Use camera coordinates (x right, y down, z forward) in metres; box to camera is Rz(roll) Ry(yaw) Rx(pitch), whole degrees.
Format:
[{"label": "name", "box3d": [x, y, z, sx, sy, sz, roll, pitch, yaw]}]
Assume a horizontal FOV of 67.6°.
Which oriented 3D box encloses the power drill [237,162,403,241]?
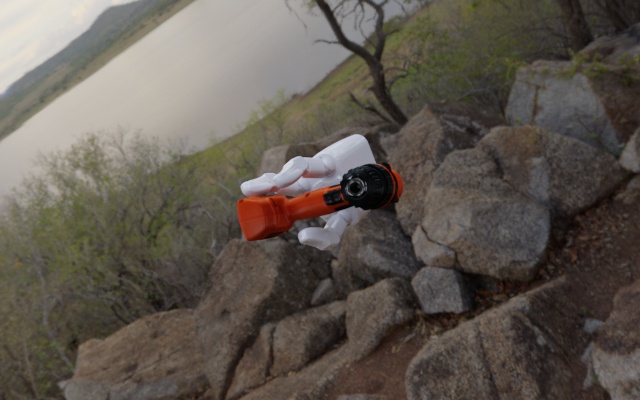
[{"label": "power drill", "box3d": [0.000, 0.002, 0.569, 0.187, 0.057, 0.184, -14, -4, 18]}]
